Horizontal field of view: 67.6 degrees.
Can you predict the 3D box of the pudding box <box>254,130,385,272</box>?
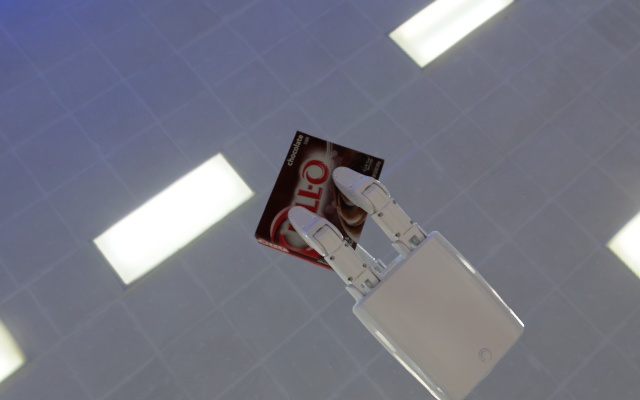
[{"bbox_3d":[0.000,0.002,0.451,0.090,0.113,0.039,19,-18,4],"label":"pudding box"}]
